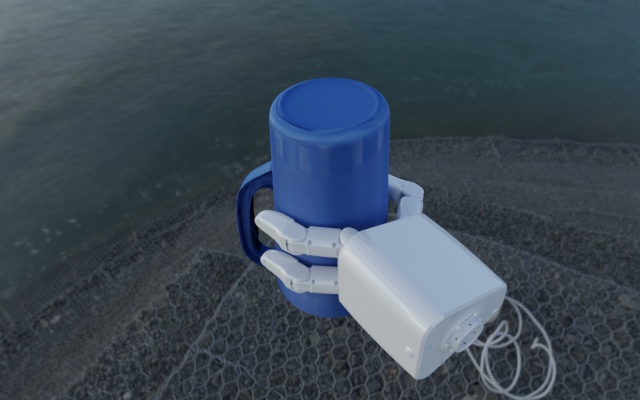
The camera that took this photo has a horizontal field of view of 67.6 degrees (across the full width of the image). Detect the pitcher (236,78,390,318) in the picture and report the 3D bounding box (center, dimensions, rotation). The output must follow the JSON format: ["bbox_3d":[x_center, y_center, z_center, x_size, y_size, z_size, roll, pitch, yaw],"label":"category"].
[{"bbox_3d":[0.000,0.002,0.502,0.149,0.243,0.145,-27,48,-24],"label":"pitcher"}]
